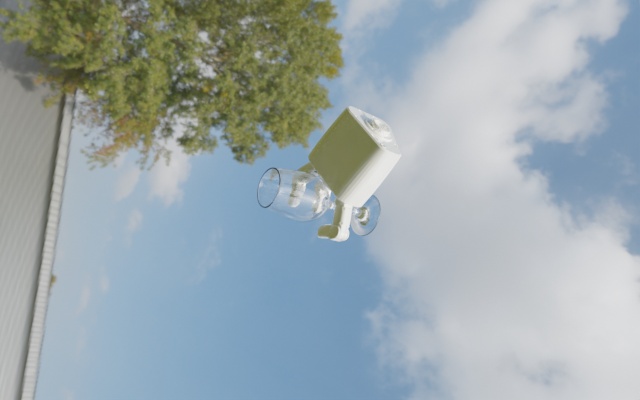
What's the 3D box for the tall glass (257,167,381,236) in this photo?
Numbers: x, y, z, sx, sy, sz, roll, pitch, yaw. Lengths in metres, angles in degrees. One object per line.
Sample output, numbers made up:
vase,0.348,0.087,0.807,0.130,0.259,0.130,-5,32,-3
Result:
tall glass,0.001,0.003,0.761,0.201,0.079,0.079,15,-9,-36
